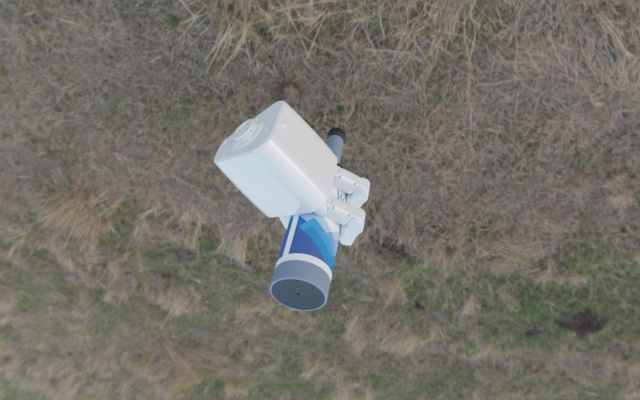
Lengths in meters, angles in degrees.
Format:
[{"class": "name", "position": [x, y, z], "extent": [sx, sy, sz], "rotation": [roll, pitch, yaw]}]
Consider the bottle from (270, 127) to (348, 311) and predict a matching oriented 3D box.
[{"class": "bottle", "position": [0.000, 0.002, 0.638], "extent": [0.069, 0.295, 0.069], "rotation": [7, -43, 7]}]
